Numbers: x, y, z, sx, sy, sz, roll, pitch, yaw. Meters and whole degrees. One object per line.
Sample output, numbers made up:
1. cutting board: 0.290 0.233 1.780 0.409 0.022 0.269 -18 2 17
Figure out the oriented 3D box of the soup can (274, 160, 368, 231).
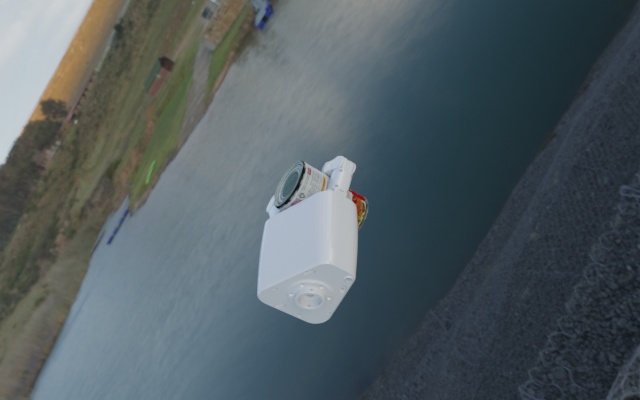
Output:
1. soup can: 0.000 0.001 0.606 0.102 0.068 0.068 29 -12 -23
